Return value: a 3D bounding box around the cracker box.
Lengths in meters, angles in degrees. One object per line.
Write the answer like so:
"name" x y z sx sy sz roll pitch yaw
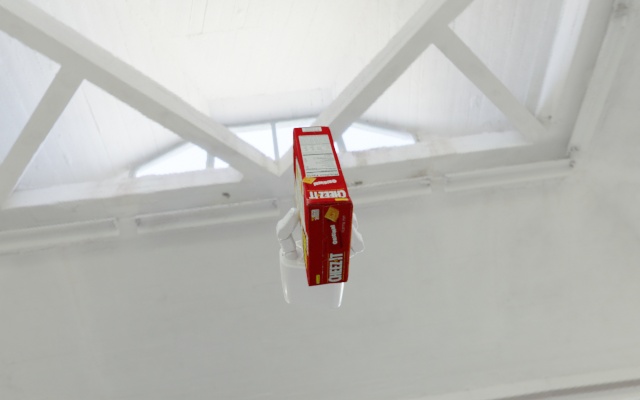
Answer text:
"cracker box" 0.000 0.002 0.768 0.072 0.164 0.213 -5 38 -6
